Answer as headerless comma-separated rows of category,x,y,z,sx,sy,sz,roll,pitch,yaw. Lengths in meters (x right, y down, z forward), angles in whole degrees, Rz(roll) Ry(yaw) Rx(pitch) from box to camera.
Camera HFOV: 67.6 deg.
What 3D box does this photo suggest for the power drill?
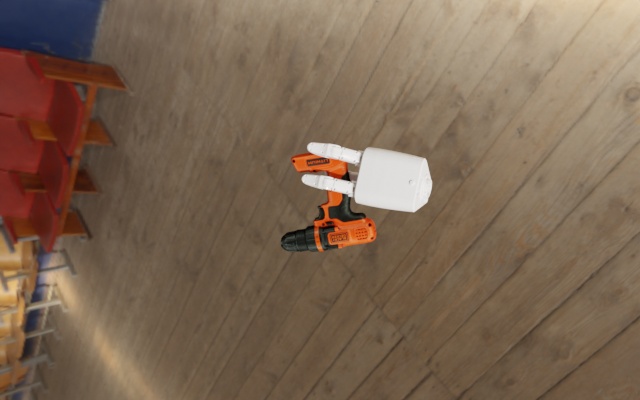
power drill,0.000,0.002,0.893,0.184,0.188,0.057,-10,12,10
